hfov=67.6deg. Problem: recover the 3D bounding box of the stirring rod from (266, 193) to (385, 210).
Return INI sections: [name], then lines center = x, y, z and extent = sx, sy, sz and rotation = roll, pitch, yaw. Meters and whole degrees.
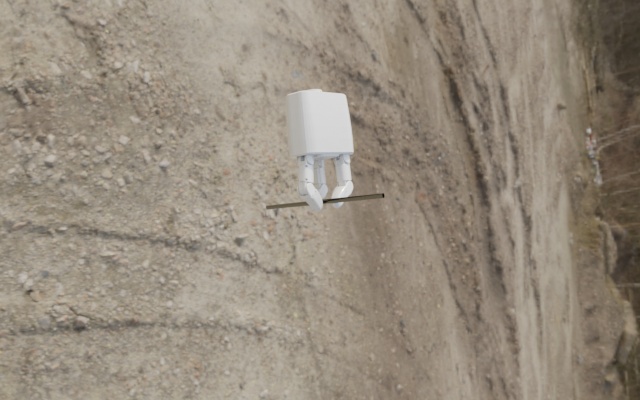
[stirring rod]
center = 0.000, 0.003, 0.815
extent = 0.239, 0.011, 0.011
rotation = -6, -3, 35
